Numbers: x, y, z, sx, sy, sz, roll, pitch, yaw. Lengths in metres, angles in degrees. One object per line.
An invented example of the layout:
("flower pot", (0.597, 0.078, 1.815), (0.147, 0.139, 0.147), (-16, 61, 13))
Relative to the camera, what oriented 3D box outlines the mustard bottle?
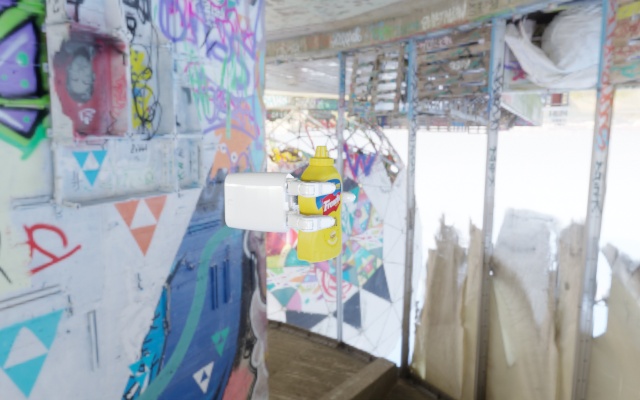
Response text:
("mustard bottle", (0.000, 0.003, 0.813), (0.058, 0.191, 0.096), (6, 10, 36))
